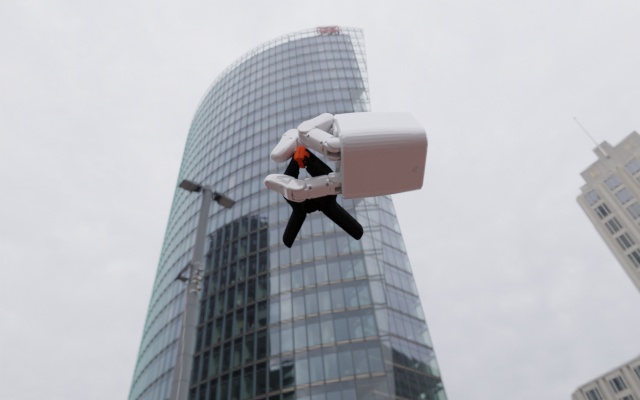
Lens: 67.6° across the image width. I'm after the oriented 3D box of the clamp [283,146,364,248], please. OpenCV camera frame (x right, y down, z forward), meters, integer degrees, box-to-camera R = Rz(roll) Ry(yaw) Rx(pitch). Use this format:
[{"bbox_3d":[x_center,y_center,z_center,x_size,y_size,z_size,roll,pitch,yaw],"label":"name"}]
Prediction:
[{"bbox_3d":[0.000,0.002,0.666,0.120,0.172,0.039,-5,43,-1],"label":"clamp"}]
